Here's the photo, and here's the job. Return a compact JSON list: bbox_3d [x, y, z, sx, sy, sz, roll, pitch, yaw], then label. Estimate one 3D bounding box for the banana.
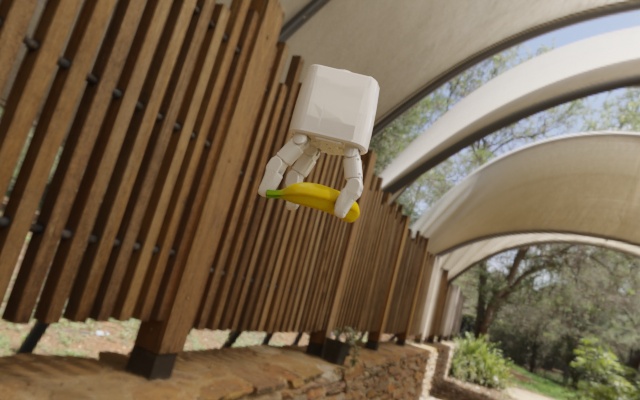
[{"bbox_3d":[0.012,0.003,0.723,0.069,0.037,0.198,6,-10,43],"label":"banana"}]
